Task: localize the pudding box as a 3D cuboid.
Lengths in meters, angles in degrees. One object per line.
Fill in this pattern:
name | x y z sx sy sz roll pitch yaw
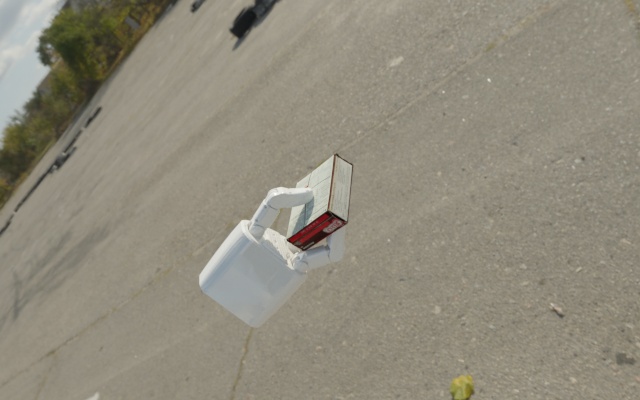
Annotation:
pudding box | 0.000 0.002 0.653 0.039 0.113 0.090 33 -47 -27
